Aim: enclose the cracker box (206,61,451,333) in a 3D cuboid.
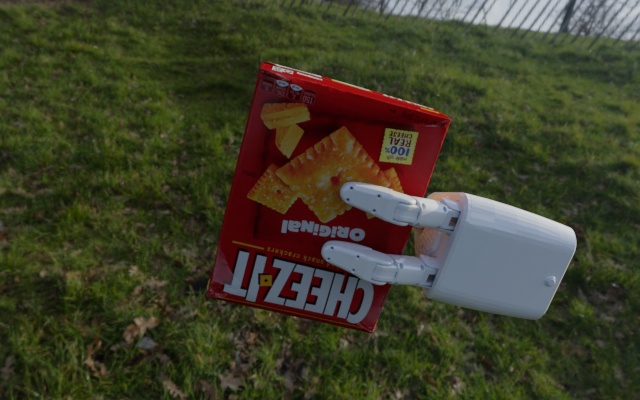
[{"bbox_3d":[0.000,0.001,0.436,0.164,0.214,0.072,14,17,-7],"label":"cracker box"}]
